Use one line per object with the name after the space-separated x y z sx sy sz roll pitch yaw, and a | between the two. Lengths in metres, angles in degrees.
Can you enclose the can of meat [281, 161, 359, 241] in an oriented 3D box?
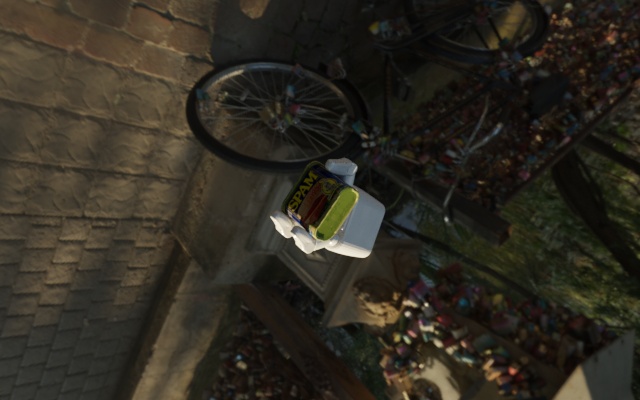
0.000 0.003 0.753 0.084 0.102 0.057 38 7 37 | can of meat
